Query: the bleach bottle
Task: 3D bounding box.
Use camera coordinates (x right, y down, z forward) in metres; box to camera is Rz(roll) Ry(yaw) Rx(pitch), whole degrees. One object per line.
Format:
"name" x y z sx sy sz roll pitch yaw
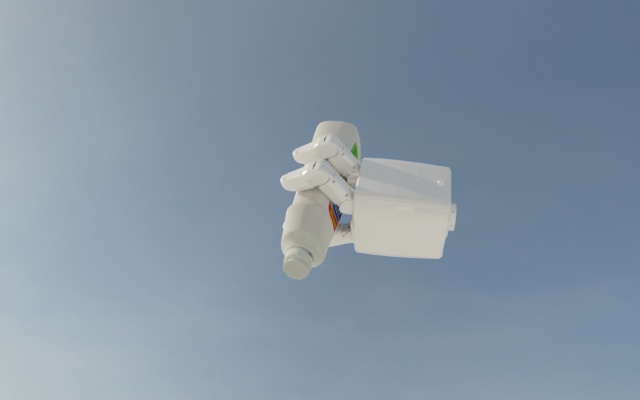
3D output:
"bleach bottle" 0.000 0.002 0.598 0.068 0.103 0.250 6 40 11
